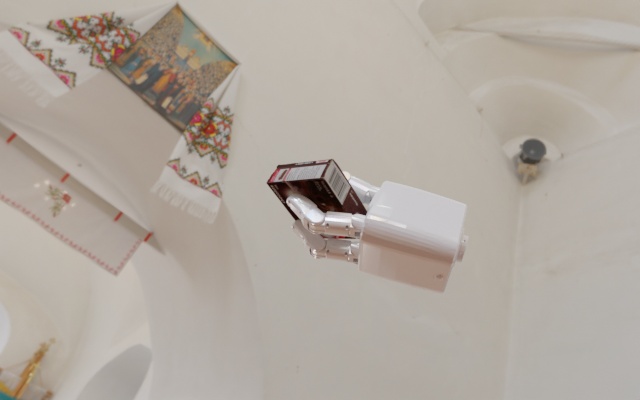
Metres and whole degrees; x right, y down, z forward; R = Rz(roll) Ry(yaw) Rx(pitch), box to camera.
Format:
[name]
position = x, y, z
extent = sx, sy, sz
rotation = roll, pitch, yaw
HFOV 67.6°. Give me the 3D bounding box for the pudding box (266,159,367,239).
[pudding box]
position = 0.000, 0.002, 0.599
extent = 0.090, 0.039, 0.113
rotation = -4, -47, 37
